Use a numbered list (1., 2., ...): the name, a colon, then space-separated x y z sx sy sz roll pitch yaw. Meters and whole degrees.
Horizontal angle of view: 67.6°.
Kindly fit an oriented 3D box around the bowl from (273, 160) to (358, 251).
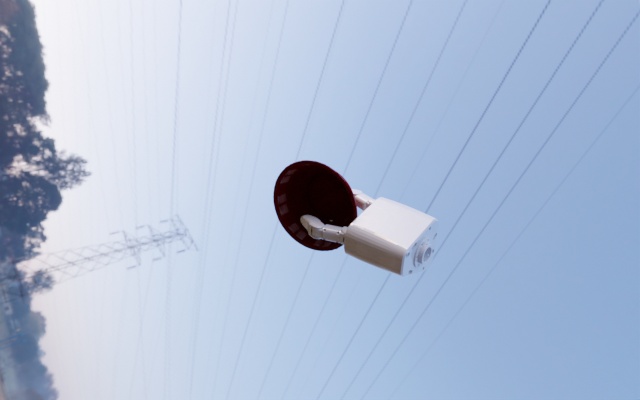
1. bowl: -0.001 0.002 0.817 0.162 0.162 0.055 0 20 30
